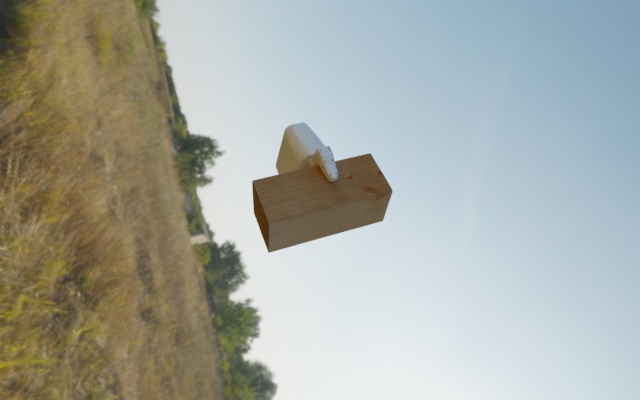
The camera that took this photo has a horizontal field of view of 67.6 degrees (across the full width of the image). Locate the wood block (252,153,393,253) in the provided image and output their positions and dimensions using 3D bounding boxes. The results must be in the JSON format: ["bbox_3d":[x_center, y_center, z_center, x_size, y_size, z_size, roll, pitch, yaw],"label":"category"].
[{"bbox_3d":[0.000,0.002,0.784,0.206,0.090,0.091,-15,-34,-16],"label":"wood block"}]
